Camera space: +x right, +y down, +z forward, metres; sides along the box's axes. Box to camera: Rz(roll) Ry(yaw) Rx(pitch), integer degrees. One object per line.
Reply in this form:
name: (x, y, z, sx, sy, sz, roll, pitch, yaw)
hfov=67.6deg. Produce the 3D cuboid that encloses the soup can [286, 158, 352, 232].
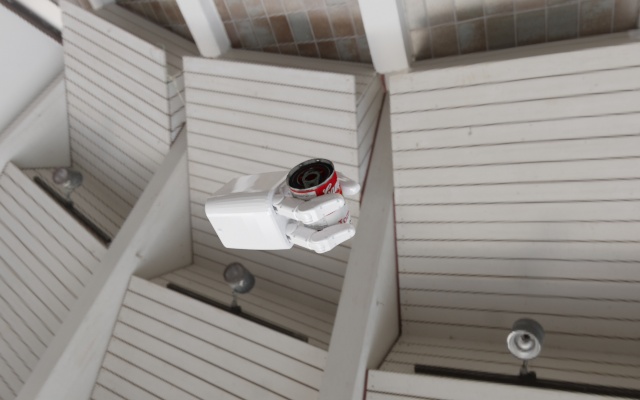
soup can: (0.001, 0.002, 0.663, 0.068, 0.102, 0.068, -13, 37, 10)
